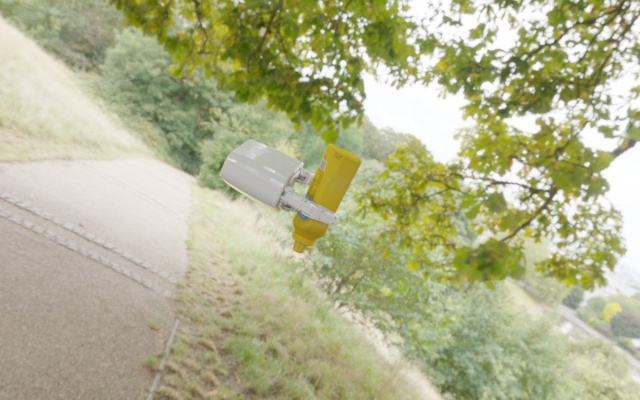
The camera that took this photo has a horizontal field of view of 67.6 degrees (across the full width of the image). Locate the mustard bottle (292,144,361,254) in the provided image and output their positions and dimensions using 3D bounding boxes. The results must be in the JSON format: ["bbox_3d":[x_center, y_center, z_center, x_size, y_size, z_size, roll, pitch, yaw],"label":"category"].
[{"bbox_3d":[0.001,0.003,0.807,0.058,0.191,0.096,22,11,-20],"label":"mustard bottle"}]
